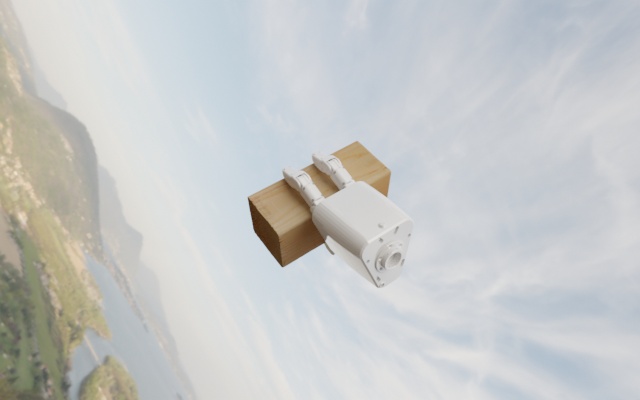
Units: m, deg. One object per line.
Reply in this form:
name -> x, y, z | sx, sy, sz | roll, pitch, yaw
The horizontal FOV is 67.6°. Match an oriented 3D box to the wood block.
wood block -> 0.000, 0.003, 0.750 | 0.206, 0.091, 0.090 | -29, 55, -22
